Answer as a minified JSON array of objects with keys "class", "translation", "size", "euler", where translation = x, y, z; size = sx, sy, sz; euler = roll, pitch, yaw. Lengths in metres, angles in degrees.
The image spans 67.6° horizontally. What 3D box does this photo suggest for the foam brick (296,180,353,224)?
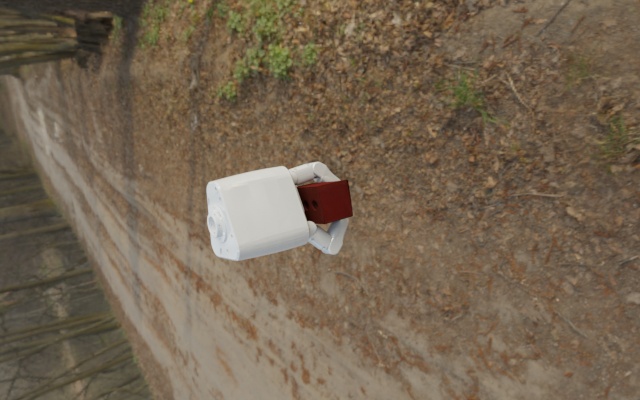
[{"class":"foam brick","translation":[0.000,0.002,0.668],"size":[0.051,0.053,0.078],"euler":[-14,6,-33]}]
